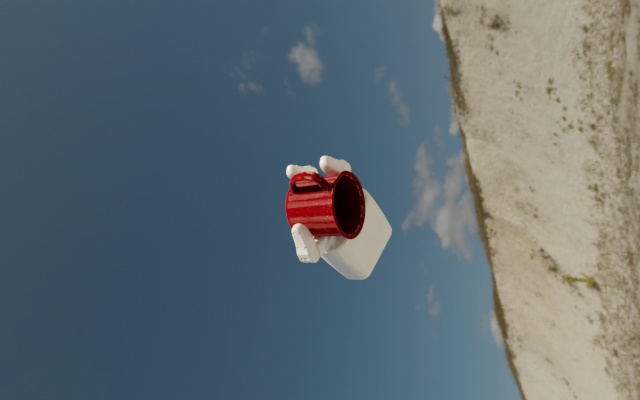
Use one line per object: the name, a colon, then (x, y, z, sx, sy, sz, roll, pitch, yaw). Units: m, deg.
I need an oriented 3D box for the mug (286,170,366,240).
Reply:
mug: (-0.001, 0.001, 0.654, 0.081, 0.093, 0.117, -5, -36, 32)
